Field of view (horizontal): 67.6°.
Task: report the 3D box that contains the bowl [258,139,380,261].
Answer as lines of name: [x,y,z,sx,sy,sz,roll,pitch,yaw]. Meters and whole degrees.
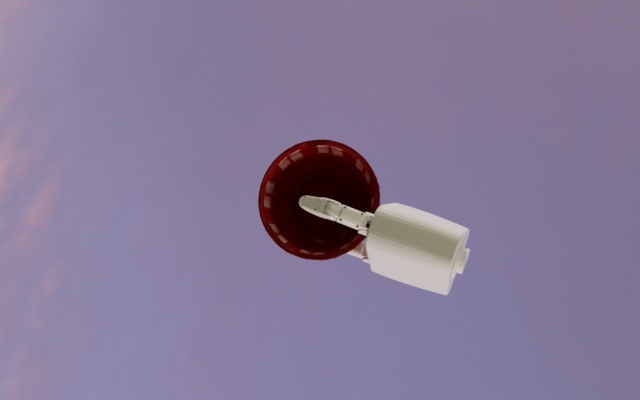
bowl: [-0.001,0.001,0.649,0.162,0.162,0.055,0,-11,7]
